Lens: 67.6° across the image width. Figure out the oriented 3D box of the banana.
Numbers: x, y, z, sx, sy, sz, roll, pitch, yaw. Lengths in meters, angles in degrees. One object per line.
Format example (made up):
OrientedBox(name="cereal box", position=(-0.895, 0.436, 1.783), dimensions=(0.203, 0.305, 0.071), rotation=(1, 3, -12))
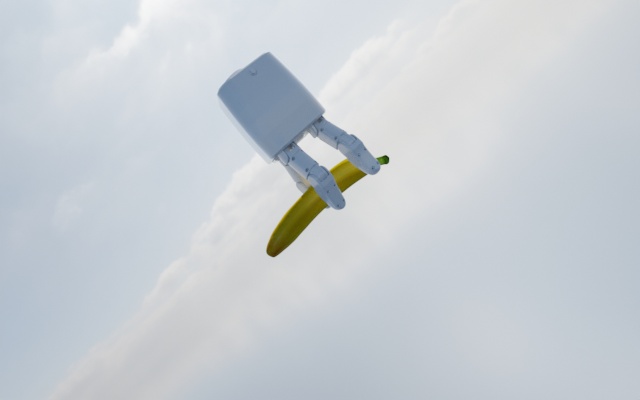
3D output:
OrientedBox(name="banana", position=(0.000, -0.003, 0.632), dimensions=(0.198, 0.037, 0.069), rotation=(-41, 11, 1))
